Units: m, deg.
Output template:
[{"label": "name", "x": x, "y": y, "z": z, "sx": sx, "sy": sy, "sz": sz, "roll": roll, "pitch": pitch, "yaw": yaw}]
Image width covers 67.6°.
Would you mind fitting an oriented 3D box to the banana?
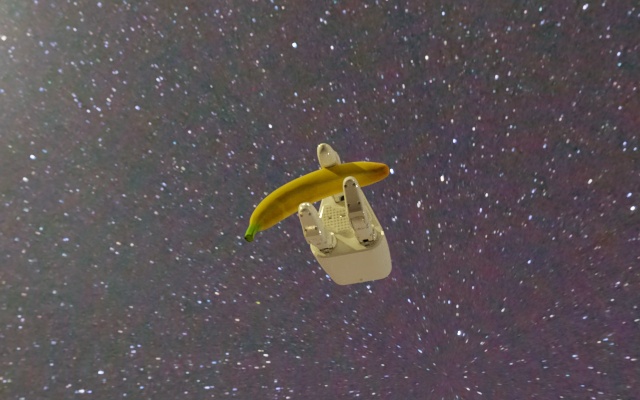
[{"label": "banana", "x": -0.010, "y": -0.007, "z": 0.609, "sx": 0.198, "sy": 0.037, "sz": 0.069, "roll": -27, "pitch": 42, "yaw": -6}]
